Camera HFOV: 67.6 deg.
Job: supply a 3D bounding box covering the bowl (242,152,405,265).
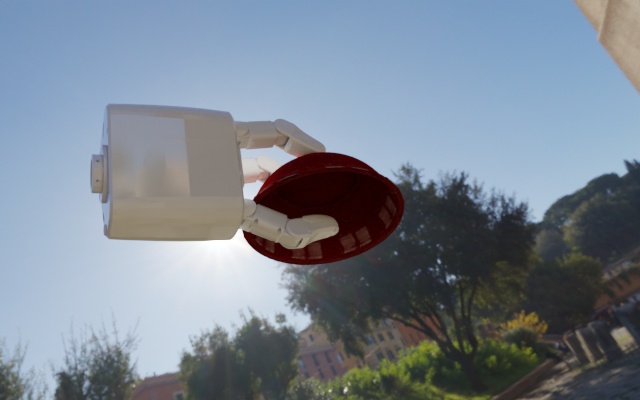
[{"bbox_3d":[0.001,0.002,0.486,0.162,0.055,0.162,-6,-38,-5],"label":"bowl"}]
